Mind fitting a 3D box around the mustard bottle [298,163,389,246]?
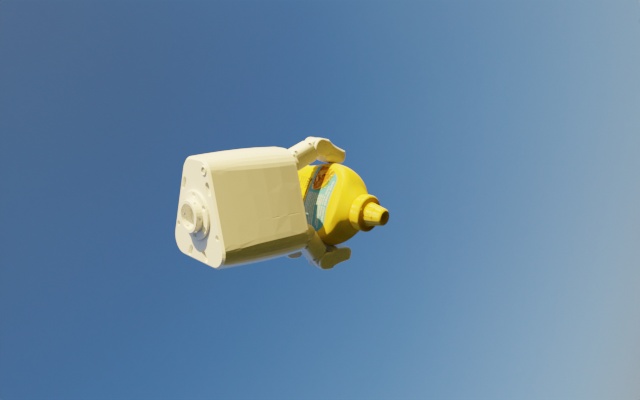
[{"bbox_3d":[0.000,0.002,0.573,0.191,0.096,0.058,13,-6,43],"label":"mustard bottle"}]
